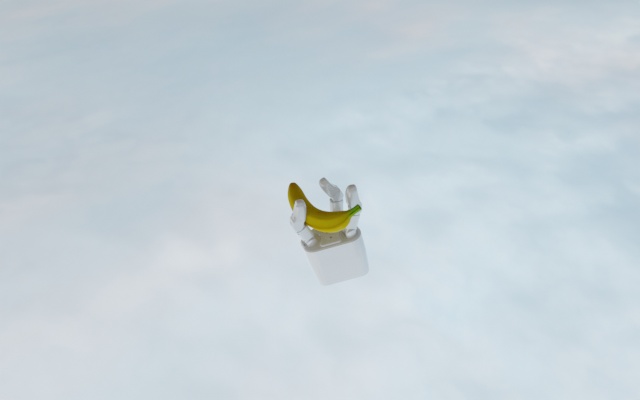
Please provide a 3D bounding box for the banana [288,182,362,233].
[{"bbox_3d":[-0.009,0.017,0.886,0.197,0.069,0.037,21,-26,45],"label":"banana"}]
